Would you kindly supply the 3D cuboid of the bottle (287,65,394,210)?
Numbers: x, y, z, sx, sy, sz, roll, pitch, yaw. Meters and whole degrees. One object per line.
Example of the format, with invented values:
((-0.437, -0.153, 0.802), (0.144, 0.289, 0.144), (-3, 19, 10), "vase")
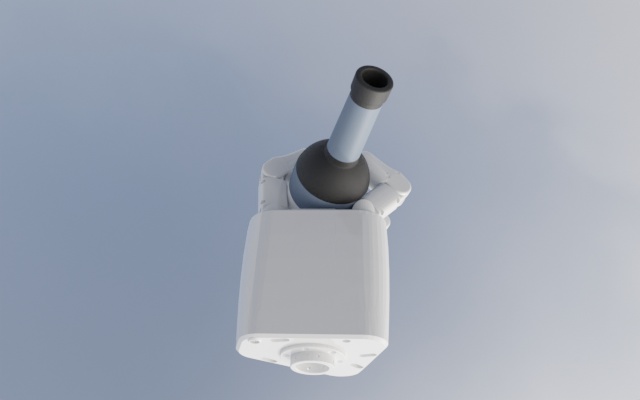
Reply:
((0.000, 0.002, 0.438), (0.069, 0.069, 0.296), (0, -35, -18), "bottle")
